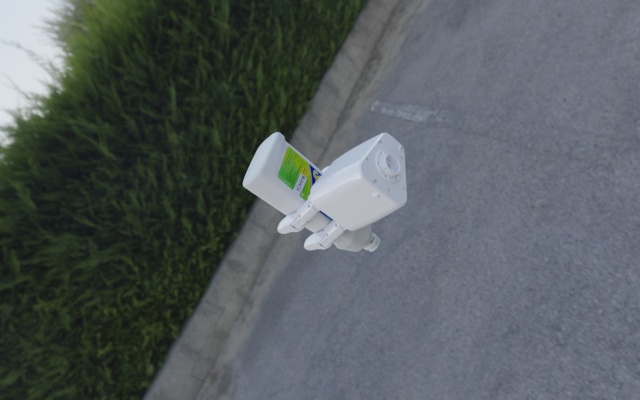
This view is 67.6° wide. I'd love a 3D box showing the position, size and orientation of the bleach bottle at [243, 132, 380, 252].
[{"bbox_3d":[0.000,0.003,0.779,0.251,0.102,0.068,35,-39,-22],"label":"bleach bottle"}]
